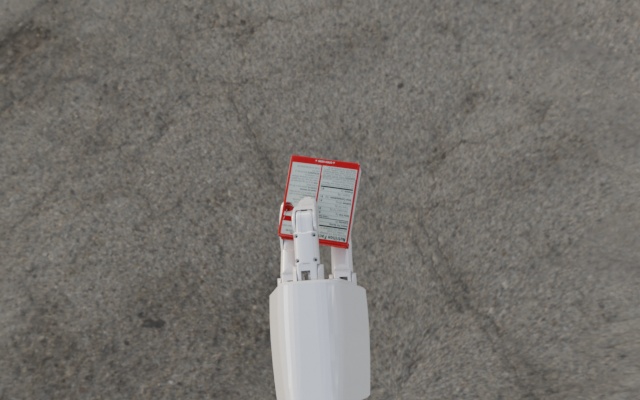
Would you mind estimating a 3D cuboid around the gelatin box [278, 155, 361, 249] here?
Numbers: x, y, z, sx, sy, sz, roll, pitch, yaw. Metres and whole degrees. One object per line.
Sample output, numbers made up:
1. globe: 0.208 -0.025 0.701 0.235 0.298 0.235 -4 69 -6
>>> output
1. gelatin box: 0.000 0.001 0.498 0.073 0.089 0.030 8 -9 9
